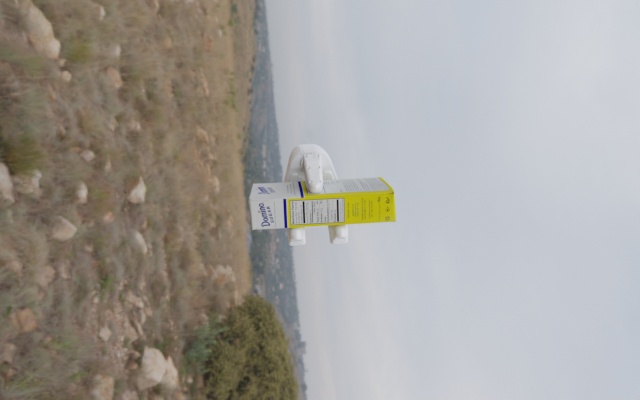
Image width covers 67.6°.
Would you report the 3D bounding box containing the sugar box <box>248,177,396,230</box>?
[{"bbox_3d":[0.000,0.002,0.608,0.176,0.048,0.093,-5,14,-3],"label":"sugar box"}]
